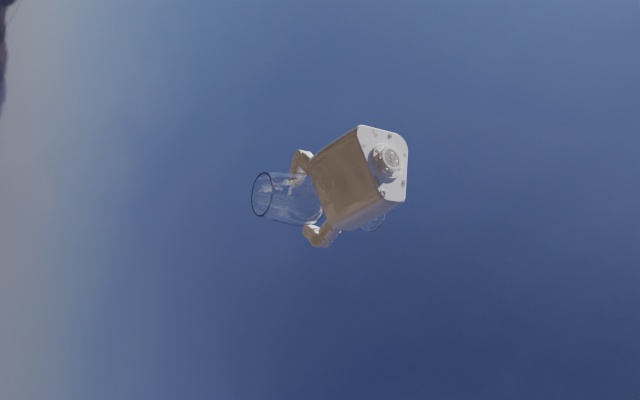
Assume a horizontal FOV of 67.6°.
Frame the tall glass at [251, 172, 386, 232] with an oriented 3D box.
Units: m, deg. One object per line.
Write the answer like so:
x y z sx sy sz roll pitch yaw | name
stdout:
0.001 0.003 0.712 0.201 0.079 0.079 7 -4 -34 | tall glass
